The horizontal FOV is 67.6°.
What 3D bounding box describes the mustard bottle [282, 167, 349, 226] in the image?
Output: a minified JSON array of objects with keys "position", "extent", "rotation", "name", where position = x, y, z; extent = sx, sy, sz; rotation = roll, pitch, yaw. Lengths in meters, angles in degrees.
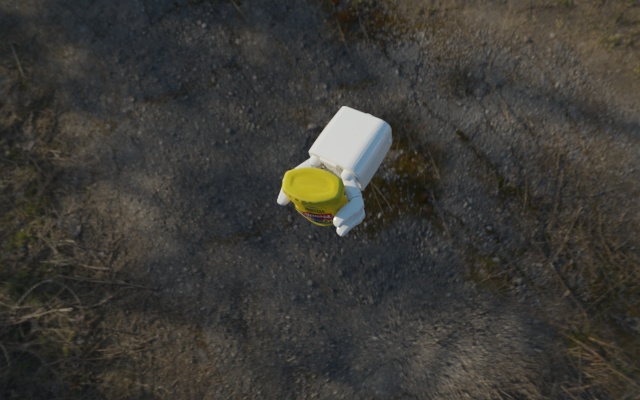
[{"position":[0.000,0.003,0.822],"extent":[0.096,0.058,0.192],"rotation":[7,-16,11],"name":"mustard bottle"}]
